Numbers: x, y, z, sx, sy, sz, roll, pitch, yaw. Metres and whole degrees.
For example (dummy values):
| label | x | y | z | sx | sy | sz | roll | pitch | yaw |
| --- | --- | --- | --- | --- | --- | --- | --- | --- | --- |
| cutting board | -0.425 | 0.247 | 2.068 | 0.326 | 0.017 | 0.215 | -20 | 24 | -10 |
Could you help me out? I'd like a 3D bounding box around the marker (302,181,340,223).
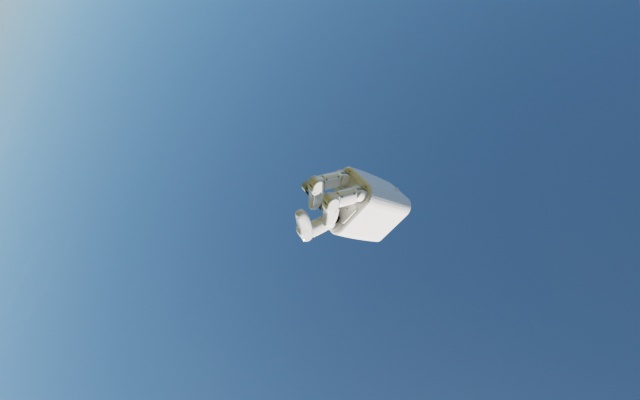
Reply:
| label | x | y | z | sx | sy | sz | roll | pitch | yaw |
| --- | --- | --- | --- | --- | --- | --- | --- | --- | --- |
| marker | 0.000 | 0.003 | 0.826 | 0.020 | 0.020 | 0.121 | 0 | 31 | -31 |
